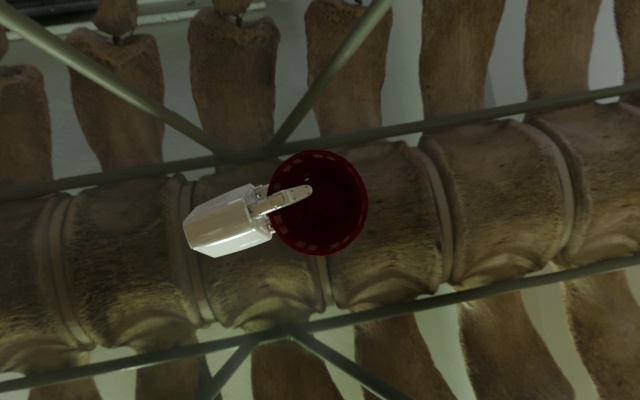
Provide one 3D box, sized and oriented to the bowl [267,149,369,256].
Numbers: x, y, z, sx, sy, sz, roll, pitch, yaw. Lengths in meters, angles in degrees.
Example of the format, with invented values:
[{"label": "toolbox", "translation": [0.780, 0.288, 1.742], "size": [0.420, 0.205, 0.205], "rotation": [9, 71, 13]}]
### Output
[{"label": "bowl", "translation": [0.002, 0.002, 0.742], "size": [0.162, 0.162, 0.055], "rotation": [0, 4, 18]}]
